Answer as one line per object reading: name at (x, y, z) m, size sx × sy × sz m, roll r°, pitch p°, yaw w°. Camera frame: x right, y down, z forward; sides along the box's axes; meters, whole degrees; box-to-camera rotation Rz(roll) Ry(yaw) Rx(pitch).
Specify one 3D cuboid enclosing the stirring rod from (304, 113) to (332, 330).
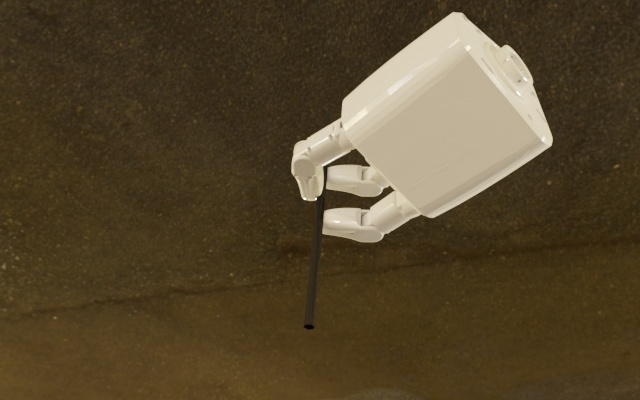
stirring rod at (0.000, 0.001, 0.423) m, size 0.011 × 0.239 × 0.011 m, roll 3°, pitch -41°, yaw 3°
